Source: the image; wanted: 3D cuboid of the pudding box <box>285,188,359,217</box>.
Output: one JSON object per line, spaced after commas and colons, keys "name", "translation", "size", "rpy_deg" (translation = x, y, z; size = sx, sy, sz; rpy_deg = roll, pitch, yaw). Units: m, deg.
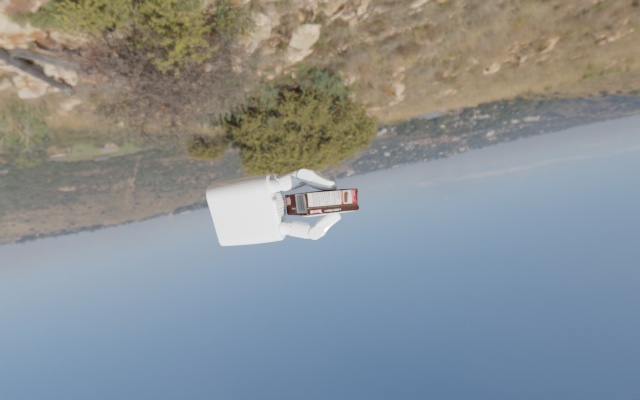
{"name": "pudding box", "translation": [0.000, 0.003, 0.777], "size": [0.090, 0.039, 0.113], "rpy_deg": [-6, 3, -19]}
